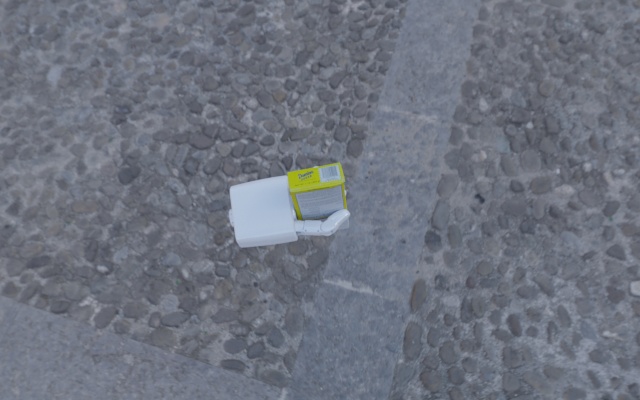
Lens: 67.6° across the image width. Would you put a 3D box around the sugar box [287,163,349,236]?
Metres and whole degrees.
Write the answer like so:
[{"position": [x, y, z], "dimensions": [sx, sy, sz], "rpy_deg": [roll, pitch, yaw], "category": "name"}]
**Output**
[{"position": [0.000, 0.002, 0.859], "dimensions": [0.093, 0.048, 0.176], "rpy_deg": [-10, -27, 0], "category": "sugar box"}]
